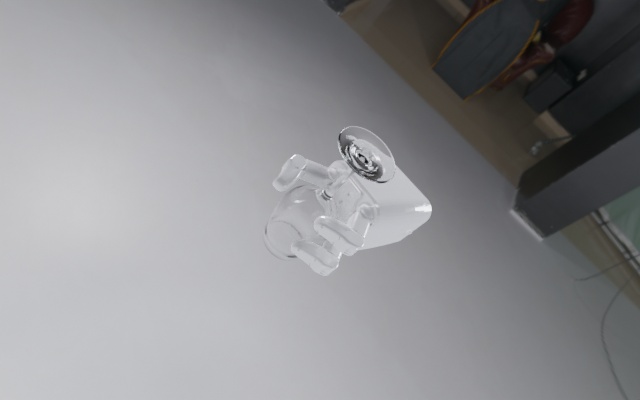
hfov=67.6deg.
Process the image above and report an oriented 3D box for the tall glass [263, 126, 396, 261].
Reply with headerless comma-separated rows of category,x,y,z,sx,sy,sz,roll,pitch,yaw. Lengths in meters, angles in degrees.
tall glass,0.000,0.001,0.575,0.079,0.079,0.201,0,-31,-37
